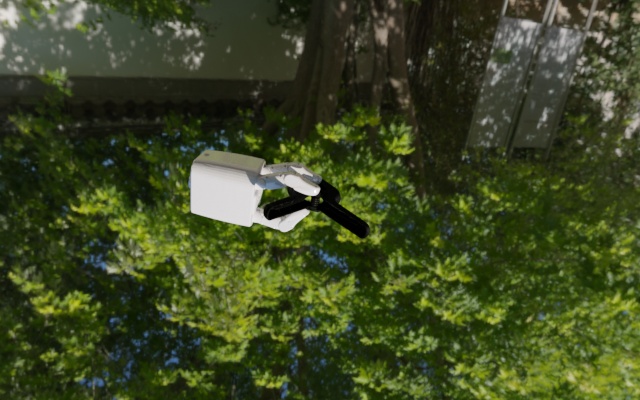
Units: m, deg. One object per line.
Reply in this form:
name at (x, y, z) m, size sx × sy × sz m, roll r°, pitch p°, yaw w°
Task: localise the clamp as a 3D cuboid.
clamp at (0.000, 0.003, 0.802) m, size 0.164 × 0.036 × 0.210 m, roll 15°, pitch 20°, yaw -2°
